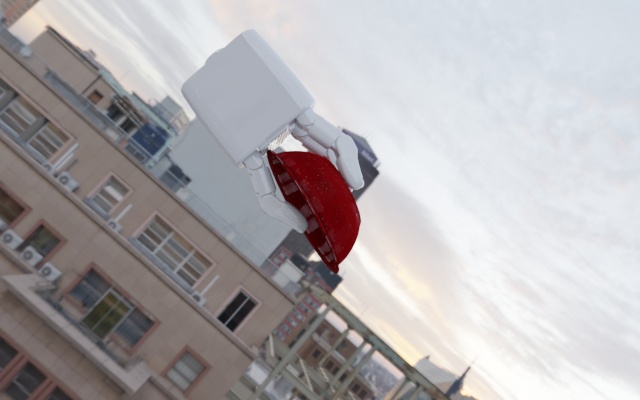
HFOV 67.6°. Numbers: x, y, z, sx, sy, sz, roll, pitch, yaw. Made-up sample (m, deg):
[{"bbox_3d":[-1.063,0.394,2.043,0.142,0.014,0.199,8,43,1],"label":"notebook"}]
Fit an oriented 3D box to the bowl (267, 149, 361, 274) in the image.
[{"bbox_3d":[0.001,0.003,0.553,0.055,0.162,0.162,-29,5,-10],"label":"bowl"}]
